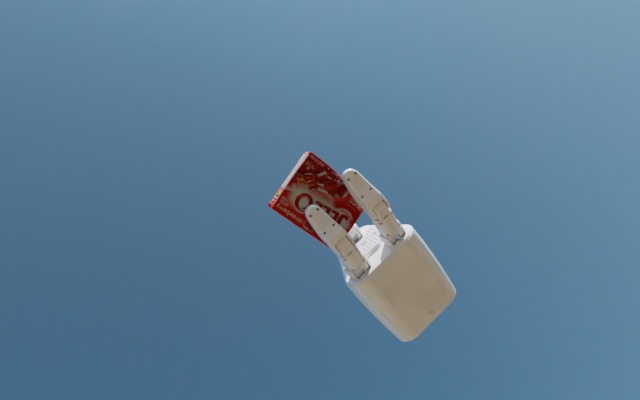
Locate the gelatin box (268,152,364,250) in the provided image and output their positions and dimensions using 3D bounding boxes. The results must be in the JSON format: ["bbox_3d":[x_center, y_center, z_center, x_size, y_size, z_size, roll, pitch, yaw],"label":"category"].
[{"bbox_3d":[0.000,0.001,0.519,0.089,0.073,0.030,36,-4,-16],"label":"gelatin box"}]
